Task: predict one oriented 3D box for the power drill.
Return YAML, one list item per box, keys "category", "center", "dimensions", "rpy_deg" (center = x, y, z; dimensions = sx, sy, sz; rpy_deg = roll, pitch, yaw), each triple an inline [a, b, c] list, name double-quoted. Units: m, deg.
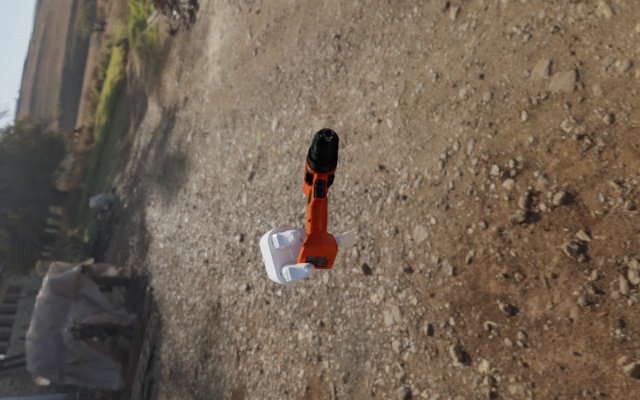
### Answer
- category: "power drill"
  center: [0.000, 0.003, 0.757]
  dimensions: [0.057, 0.187, 0.184]
  rpy_deg: [5, -28, -3]
